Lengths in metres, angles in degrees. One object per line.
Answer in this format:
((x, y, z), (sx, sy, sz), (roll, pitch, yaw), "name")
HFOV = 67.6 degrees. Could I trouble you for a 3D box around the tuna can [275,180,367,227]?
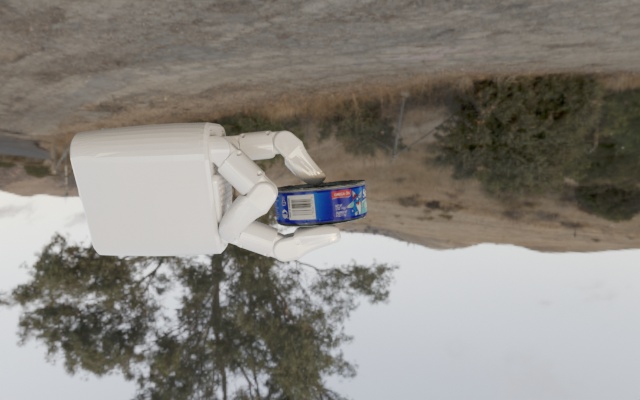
((0.000, 0.002, 0.442), (0.086, 0.034, 0.086), (-5, 5, 0), "tuna can")
